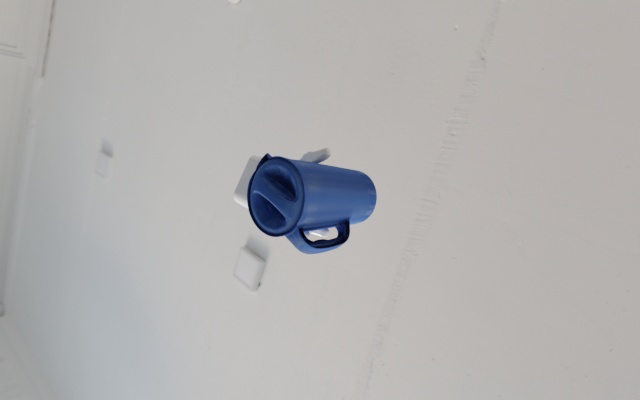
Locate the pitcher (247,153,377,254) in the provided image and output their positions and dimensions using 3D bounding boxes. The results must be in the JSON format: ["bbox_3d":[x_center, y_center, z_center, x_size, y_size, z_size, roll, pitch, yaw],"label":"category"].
[{"bbox_3d":[0.000,0.003,0.867,0.145,0.149,0.243,17,11,38],"label":"pitcher"}]
